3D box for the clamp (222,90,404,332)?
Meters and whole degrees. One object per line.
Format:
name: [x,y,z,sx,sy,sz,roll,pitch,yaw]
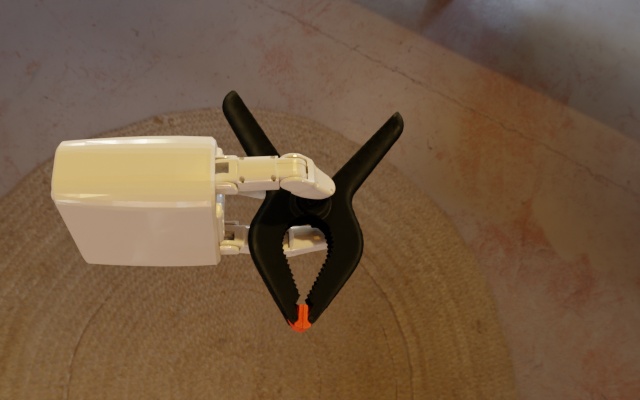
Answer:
clamp: [0.000,0.002,0.404,0.164,0.210,0.036,-1,-20,-8]
